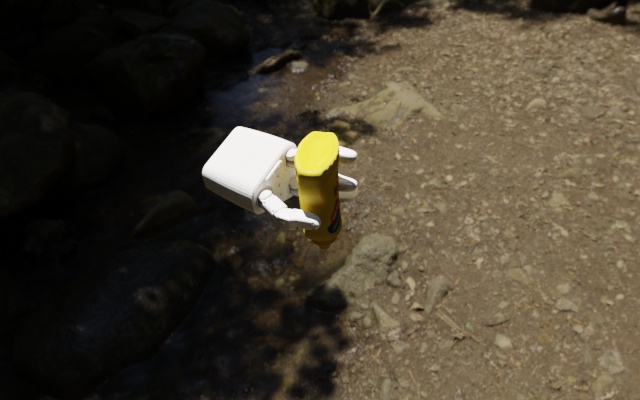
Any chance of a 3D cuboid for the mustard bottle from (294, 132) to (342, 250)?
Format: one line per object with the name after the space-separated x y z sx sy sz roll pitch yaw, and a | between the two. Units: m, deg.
0.000 0.002 0.698 0.058 0.192 0.096 5 43 10 | mustard bottle
